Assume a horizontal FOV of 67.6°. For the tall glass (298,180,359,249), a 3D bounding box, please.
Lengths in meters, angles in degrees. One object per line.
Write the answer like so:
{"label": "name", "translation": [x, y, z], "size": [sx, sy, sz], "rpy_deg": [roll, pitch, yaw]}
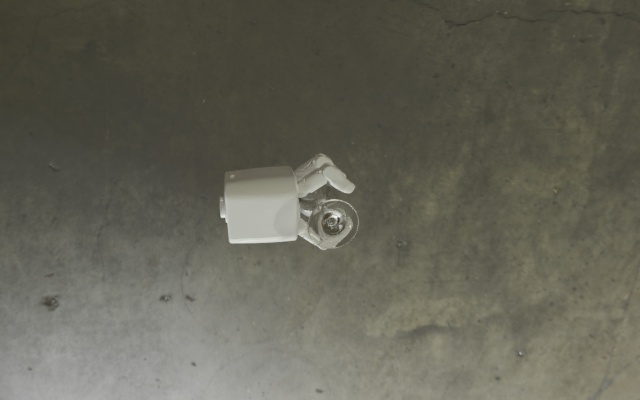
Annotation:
{"label": "tall glass", "translation": [0.000, 0.003, 0.763], "size": [0.079, 0.079, 0.201], "rpy_deg": [0, 19, -11]}
